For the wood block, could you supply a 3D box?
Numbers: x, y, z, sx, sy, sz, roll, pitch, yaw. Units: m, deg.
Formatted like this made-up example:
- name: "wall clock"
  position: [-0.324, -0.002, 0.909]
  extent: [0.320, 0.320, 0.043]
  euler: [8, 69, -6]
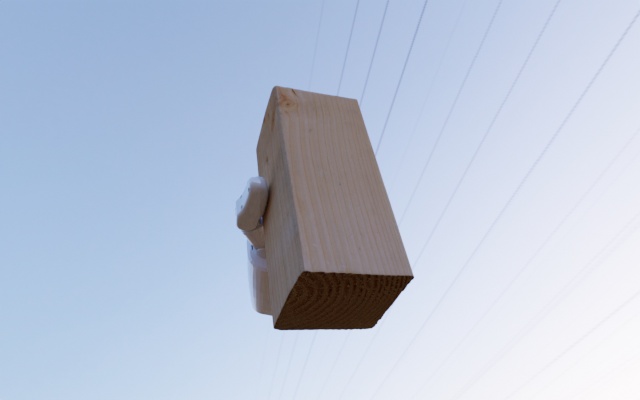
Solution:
- name: "wood block"
  position: [0.000, 0.002, 0.430]
  extent: [0.091, 0.206, 0.090]
  euler: [4, -42, -19]
